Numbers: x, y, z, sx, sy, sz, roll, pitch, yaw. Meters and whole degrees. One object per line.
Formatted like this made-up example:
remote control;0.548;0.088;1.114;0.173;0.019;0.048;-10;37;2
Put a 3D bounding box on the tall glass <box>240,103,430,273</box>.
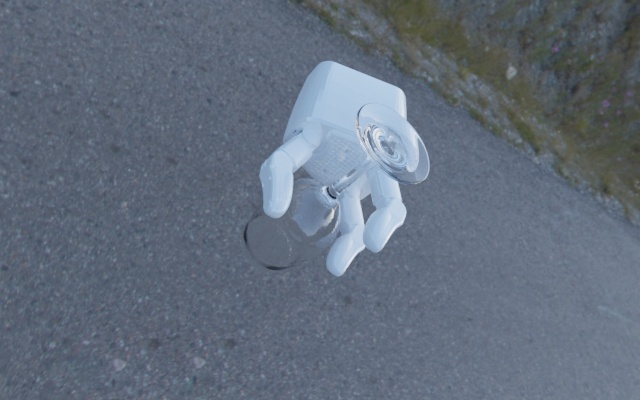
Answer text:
tall glass;0.000;0.001;0.432;0.079;0.079;0.201;0;-28;-40
